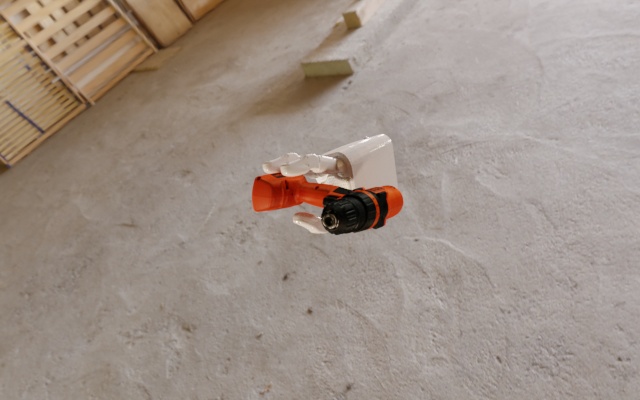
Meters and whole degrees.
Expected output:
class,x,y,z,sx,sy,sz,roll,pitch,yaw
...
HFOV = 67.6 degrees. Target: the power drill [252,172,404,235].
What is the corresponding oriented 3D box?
class,x,y,z,sx,sy,sz,roll,pitch,yaw
power drill,0.000,0.002,0.656,0.187,0.057,0.184,12,12,30
